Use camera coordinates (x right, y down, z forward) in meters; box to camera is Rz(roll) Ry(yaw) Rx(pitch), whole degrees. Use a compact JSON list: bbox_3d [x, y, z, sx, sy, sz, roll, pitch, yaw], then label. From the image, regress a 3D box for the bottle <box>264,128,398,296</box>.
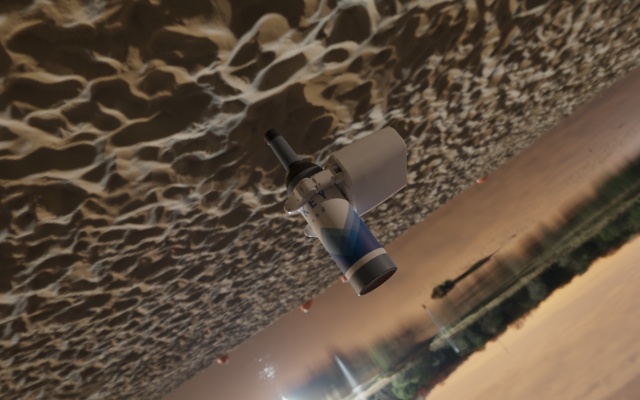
[{"bbox_3d":[0.000,0.003,0.715,0.069,0.295,0.069,-30,-23,-14],"label":"bottle"}]
